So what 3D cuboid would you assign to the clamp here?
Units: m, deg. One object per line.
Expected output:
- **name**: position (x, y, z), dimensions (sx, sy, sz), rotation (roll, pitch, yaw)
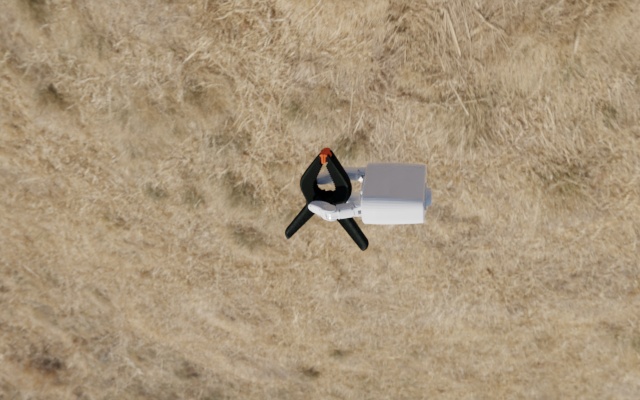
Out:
- **clamp**: position (0.000, 0.003, 0.874), dimensions (0.164, 0.210, 0.036), rotation (1, 33, 16)
